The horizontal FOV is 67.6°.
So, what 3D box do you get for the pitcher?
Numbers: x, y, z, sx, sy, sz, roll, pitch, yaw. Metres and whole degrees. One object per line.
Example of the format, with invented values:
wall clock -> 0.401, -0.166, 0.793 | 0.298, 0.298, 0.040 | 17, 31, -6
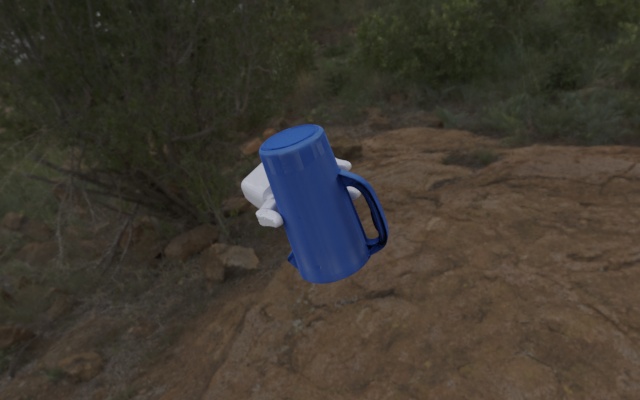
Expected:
pitcher -> 0.000, 0.003, 0.782 | 0.149, 0.243, 0.145 | -30, 26, -21
